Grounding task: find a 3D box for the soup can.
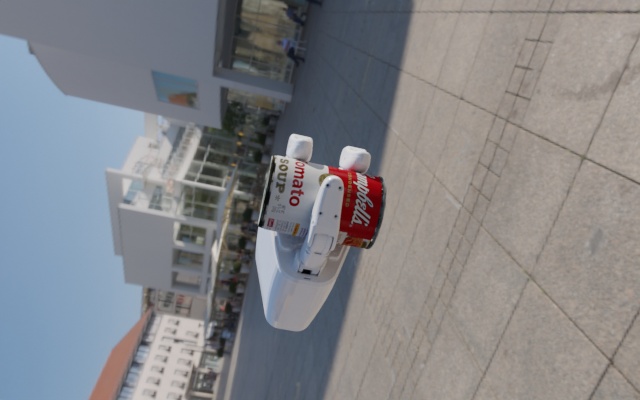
[{"bbox_3d":[0.000,0.001,0.430,0.102,0.068,0.068,12,-2,-8],"label":"soup can"}]
